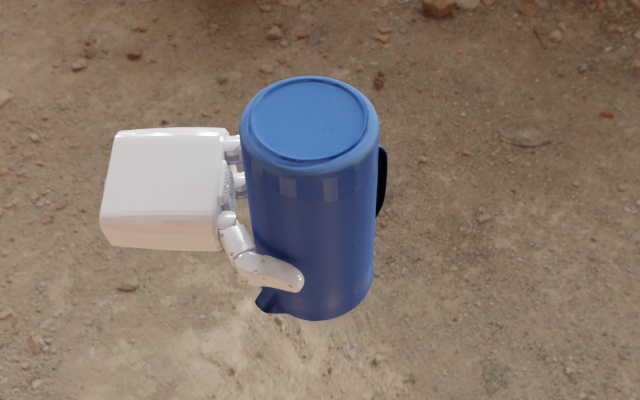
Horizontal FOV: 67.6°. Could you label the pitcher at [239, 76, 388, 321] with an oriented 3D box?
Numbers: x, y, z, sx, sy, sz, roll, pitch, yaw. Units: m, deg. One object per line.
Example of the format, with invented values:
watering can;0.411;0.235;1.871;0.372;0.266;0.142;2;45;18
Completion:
pitcher;0.000;0.002;0.459;0.145;0.149;0.243;1;-36;1
